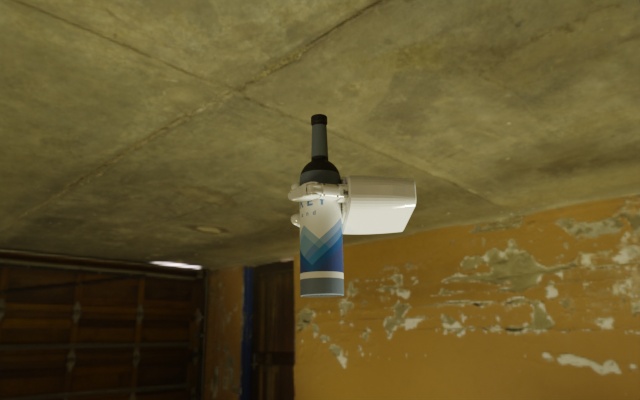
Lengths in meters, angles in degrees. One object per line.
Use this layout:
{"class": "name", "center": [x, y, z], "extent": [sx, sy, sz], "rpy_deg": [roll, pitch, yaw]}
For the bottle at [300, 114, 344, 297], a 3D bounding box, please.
{"class": "bottle", "center": [0.000, 0.003, 0.761], "extent": [0.069, 0.295, 0.069], "rpy_deg": [-1, -15, 0]}
